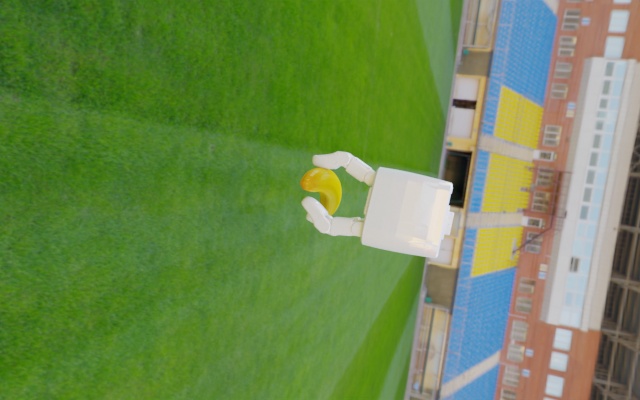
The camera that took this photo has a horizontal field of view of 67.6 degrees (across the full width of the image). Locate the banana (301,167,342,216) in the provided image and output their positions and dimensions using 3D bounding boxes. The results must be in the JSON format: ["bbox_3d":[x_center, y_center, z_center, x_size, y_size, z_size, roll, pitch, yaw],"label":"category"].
[{"bbox_3d":[0.006,-0.013,0.750,0.037,0.069,0.198,15,-19,14],"label":"banana"}]
